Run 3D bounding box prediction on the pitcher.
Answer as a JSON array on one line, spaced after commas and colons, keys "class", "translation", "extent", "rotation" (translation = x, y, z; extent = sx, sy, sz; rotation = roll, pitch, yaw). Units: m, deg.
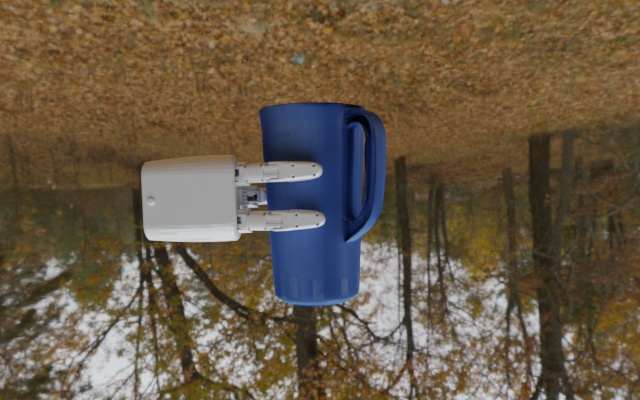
[{"class": "pitcher", "translation": [0.000, 0.002, 0.592], "extent": [0.145, 0.243, 0.149], "rotation": [-2, 2, -3]}]
